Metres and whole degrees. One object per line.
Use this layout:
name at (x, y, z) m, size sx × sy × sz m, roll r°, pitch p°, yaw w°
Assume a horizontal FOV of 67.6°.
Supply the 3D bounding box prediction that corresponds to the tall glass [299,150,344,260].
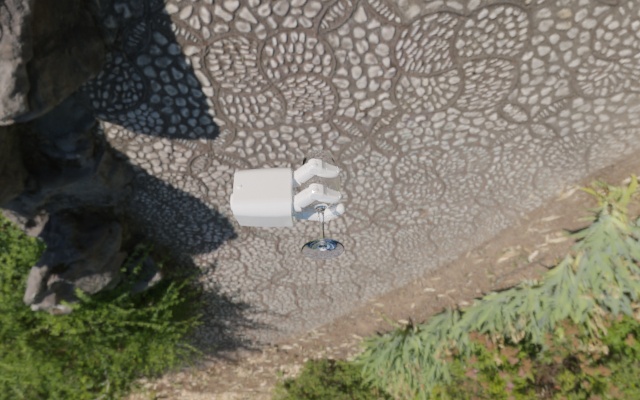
tall glass at (0.000, 0.003, 0.879) m, size 0.079 × 0.201 × 0.079 m, roll -2°, pitch -34°, yaw -1°
